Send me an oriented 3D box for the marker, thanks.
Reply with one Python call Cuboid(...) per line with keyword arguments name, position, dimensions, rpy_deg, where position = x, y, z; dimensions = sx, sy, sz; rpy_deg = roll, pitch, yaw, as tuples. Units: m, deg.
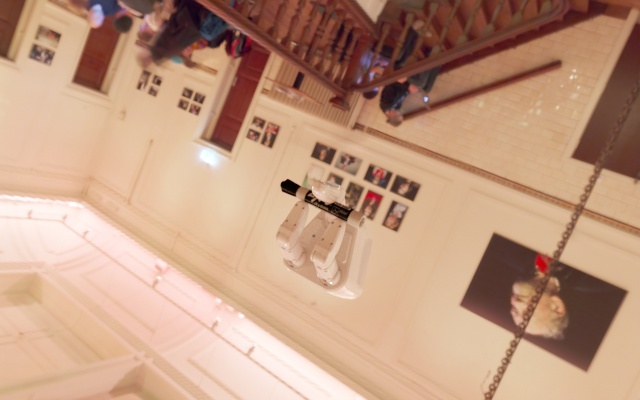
Cuboid(name="marker", position=(0.000, 0.002, 0.587), dimensions=(0.121, 0.020, 0.020), rpy_deg=(25, 11, 25))
